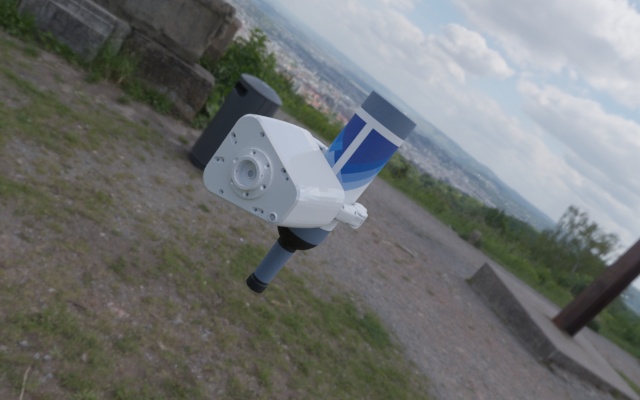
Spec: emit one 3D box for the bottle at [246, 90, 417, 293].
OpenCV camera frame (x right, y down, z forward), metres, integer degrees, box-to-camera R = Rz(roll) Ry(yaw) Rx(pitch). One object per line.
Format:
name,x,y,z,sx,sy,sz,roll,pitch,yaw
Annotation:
bottle,0.000,0.002,0.599,0.069,0.296,0.069,35,14,-11
